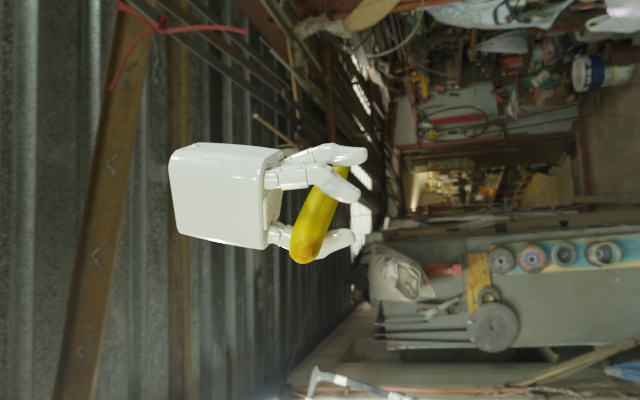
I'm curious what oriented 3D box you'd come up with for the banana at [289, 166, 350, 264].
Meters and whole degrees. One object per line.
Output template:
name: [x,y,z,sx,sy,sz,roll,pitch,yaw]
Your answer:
banana: [-0.004,0.013,0.530,0.037,0.070,0.197,21,39,2]
